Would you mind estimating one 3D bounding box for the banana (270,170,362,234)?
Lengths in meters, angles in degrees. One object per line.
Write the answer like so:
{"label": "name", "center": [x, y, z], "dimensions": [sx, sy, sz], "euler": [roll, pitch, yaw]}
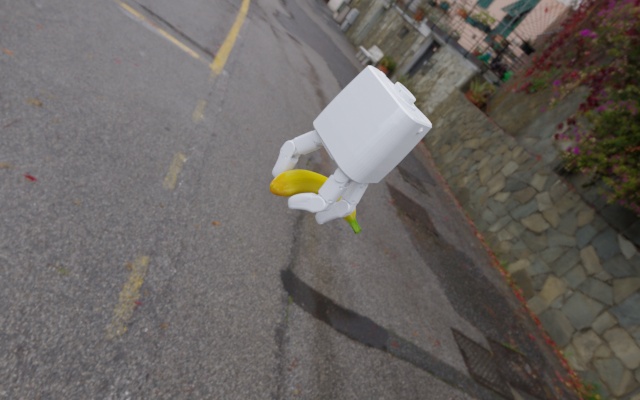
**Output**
{"label": "banana", "center": [-0.003, -0.010, 0.701], "dimensions": [0.037, 0.069, 0.198], "euler": [-41, -42, 23]}
